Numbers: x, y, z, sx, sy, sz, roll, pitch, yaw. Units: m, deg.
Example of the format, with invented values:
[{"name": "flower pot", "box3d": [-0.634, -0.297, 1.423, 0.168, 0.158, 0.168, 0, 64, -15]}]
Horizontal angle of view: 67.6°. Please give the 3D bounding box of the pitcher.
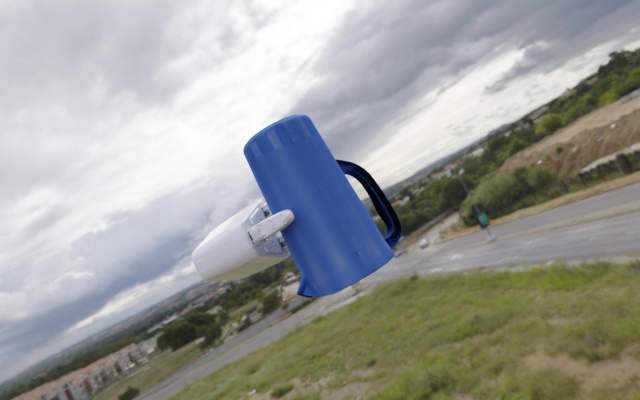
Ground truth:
[{"name": "pitcher", "box3d": [0.000, 0.002, 0.679, 0.145, 0.243, 0.149, -29, -2, 23]}]
